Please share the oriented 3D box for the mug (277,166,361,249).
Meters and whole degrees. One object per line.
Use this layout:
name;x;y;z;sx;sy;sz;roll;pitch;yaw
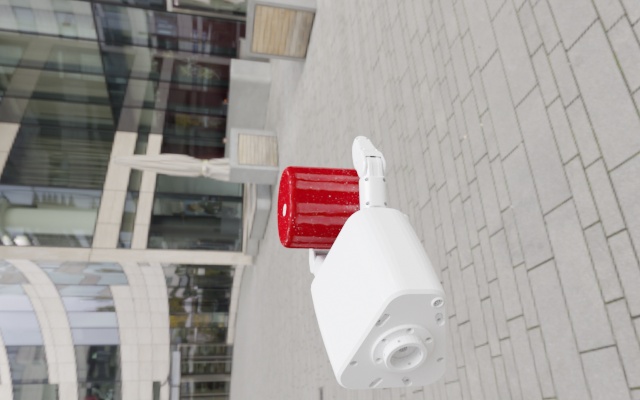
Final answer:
mug;0.000;0.001;0.489;0.081;0.093;0.117;2;30;-14
